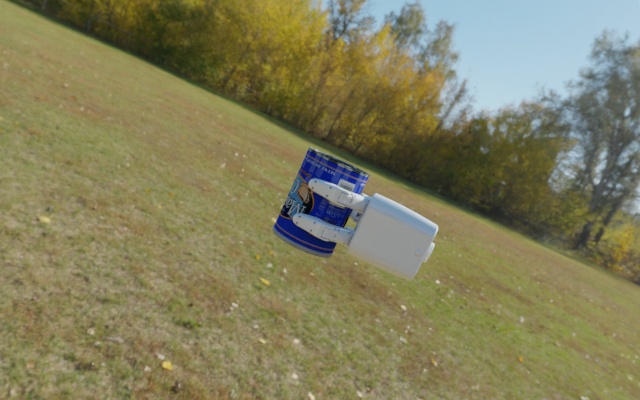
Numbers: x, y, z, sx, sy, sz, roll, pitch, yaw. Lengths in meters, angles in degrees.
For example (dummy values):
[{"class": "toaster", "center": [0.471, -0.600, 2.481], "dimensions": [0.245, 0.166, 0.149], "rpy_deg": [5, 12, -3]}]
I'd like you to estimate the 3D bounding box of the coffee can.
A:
[{"class": "coffee can", "center": [0.000, 0.002, 0.736], "dimensions": [0.103, 0.140, 0.103], "rpy_deg": [24, 8, -4]}]
